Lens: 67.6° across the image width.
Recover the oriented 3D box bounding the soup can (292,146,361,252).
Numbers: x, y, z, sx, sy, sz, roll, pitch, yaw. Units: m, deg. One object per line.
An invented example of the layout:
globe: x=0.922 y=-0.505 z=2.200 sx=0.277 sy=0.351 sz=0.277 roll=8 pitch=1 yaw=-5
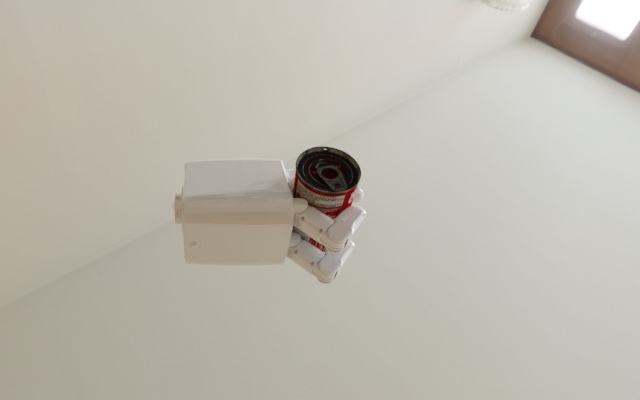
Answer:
soup can: x=0.001 y=0.002 z=0.520 sx=0.068 sy=0.068 sz=0.102 roll=0 pitch=-43 yaw=-13
